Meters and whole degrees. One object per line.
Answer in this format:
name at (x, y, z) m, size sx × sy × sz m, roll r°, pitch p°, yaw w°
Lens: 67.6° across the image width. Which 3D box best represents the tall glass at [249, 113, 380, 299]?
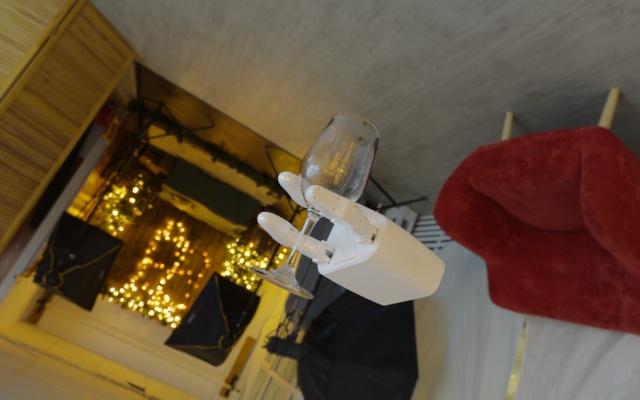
tall glass at (0.000, 0.002, 0.528) m, size 0.079 × 0.201 × 0.079 m, roll 23°, pitch -17°, yaw 8°
